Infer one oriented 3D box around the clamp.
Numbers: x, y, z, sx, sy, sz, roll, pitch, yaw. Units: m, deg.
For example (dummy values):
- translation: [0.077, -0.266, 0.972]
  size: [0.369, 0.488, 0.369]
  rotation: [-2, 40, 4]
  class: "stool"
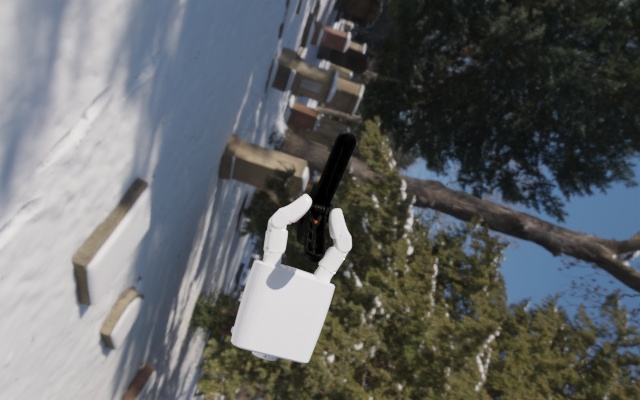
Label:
- translation: [0.001, 0.003, 0.651]
  size: [0.036, 0.164, 0.210]
  rotation: [19, -8, -6]
  class: "clamp"
